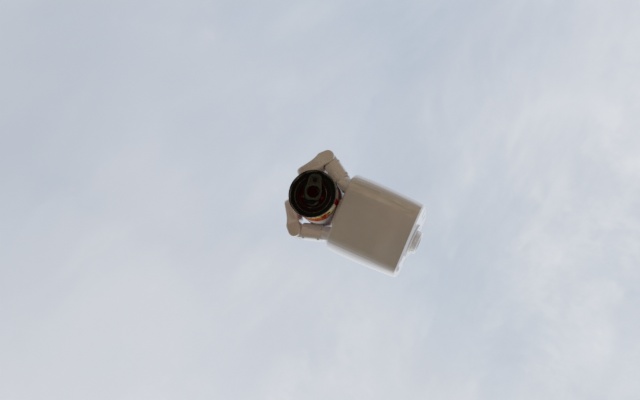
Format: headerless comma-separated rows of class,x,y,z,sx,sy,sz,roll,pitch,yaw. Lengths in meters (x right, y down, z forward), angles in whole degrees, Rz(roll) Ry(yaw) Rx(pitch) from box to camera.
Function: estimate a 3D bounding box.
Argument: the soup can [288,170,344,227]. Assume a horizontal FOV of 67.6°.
soup can,0.000,0.002,0.694,0.068,0.068,0.102,0,-14,14
